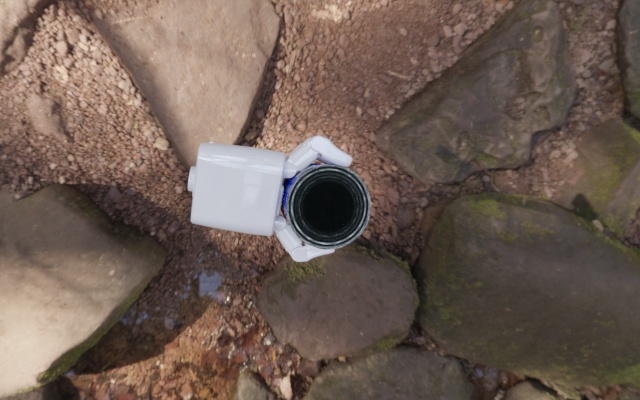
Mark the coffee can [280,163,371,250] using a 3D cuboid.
[{"bbox_3d":[0.000,0.002,0.633,0.103,0.103,0.140,0,5,-9],"label":"coffee can"}]
